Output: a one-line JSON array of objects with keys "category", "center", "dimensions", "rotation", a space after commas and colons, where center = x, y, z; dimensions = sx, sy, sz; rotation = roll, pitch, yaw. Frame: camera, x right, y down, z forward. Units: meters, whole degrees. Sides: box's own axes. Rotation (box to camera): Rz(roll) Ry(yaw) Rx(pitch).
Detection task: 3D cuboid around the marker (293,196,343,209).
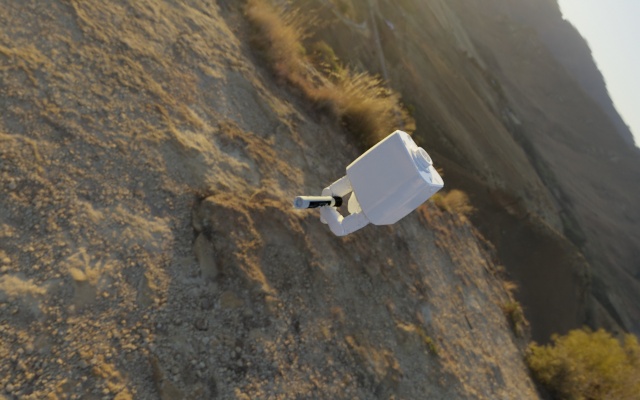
[{"category": "marker", "center": [0.000, 0.002, 0.741], "dimensions": [0.020, 0.020, 0.121], "rotation": [0, 1, 32]}]
